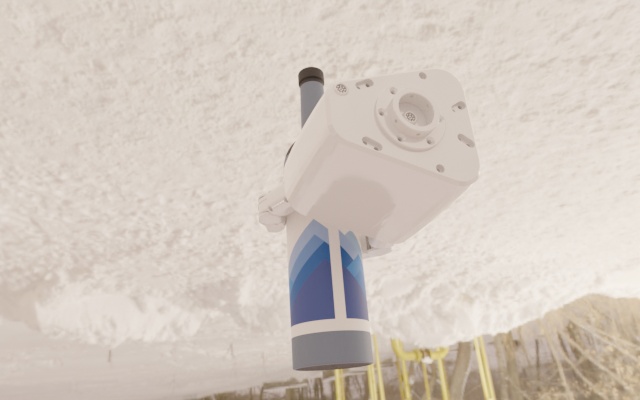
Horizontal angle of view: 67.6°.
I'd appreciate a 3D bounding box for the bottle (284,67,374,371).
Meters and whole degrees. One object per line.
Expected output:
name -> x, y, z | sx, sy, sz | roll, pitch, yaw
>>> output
bottle -> 0.000, 0.002, 0.448 | 0.069, 0.295, 0.069 | -4, -23, -2
